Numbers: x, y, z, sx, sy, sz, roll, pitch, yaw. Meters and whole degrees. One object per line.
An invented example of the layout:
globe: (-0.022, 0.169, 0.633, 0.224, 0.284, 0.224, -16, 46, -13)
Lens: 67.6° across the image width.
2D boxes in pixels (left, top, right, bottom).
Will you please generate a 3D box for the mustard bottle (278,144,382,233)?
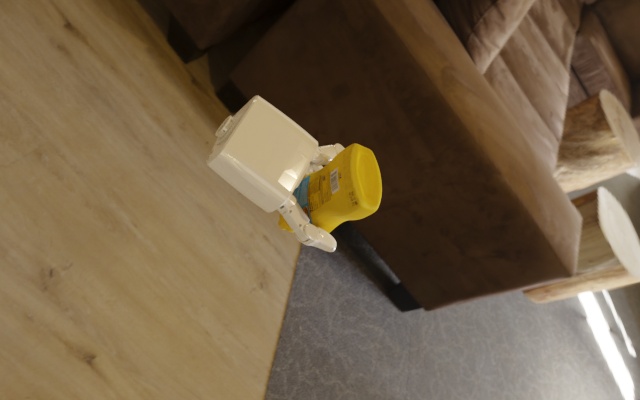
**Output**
mustard bottle: (0.001, 0.002, 0.676, 0.058, 0.096, 0.192, 16, -32, -37)
